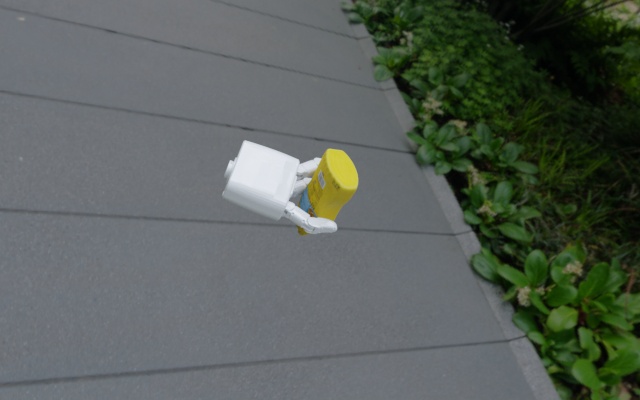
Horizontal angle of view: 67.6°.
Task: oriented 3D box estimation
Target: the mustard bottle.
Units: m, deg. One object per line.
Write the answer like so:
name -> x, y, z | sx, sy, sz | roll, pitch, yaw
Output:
mustard bottle -> 0.001, 0.003, 0.878 | 0.058, 0.096, 0.192 | 3, -41, -29
